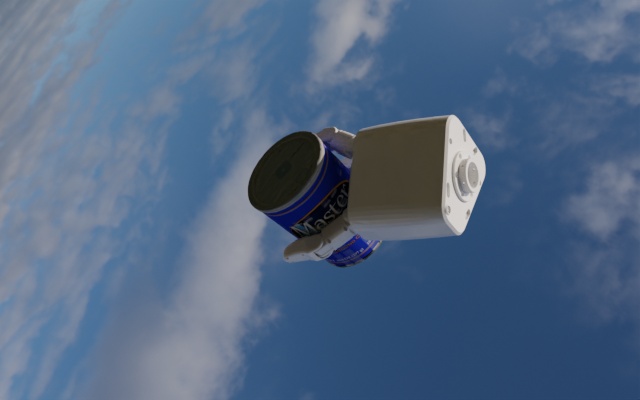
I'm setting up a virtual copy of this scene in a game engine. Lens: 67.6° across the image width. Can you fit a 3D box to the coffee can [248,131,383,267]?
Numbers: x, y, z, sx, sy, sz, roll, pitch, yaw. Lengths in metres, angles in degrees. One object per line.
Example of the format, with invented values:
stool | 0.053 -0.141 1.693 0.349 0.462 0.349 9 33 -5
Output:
coffee can | 0.000 0.002 0.556 0.103 0.102 0.140 0 -31 43
